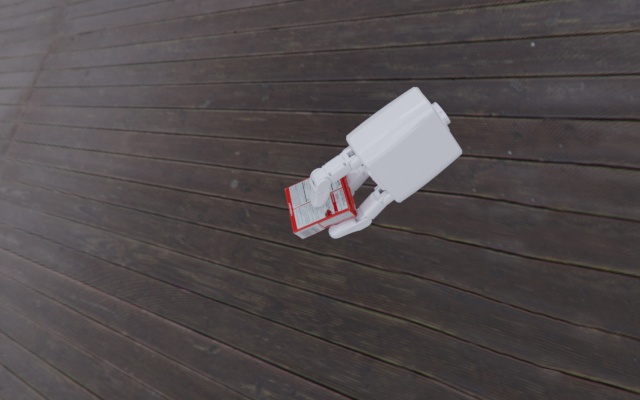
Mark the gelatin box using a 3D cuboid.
[{"bbox_3d":[0.000,0.002,0.655,0.089,0.073,0.030,-24,-31,16],"label":"gelatin box"}]
